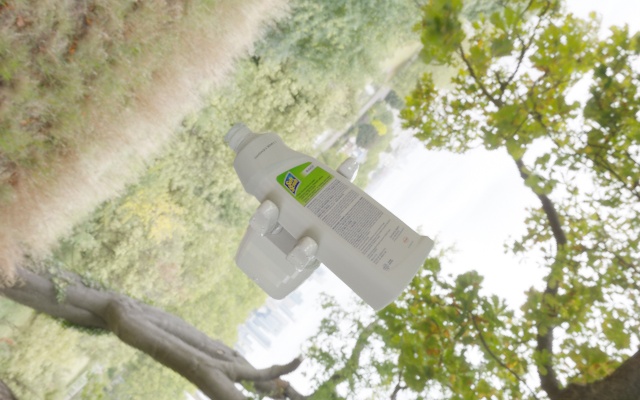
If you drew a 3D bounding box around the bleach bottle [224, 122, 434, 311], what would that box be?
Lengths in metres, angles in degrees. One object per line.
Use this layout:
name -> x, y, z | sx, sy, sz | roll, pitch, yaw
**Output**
bleach bottle -> 0.000, 0.002, 0.528 | 0.102, 0.251, 0.068 | -44, -6, -40
